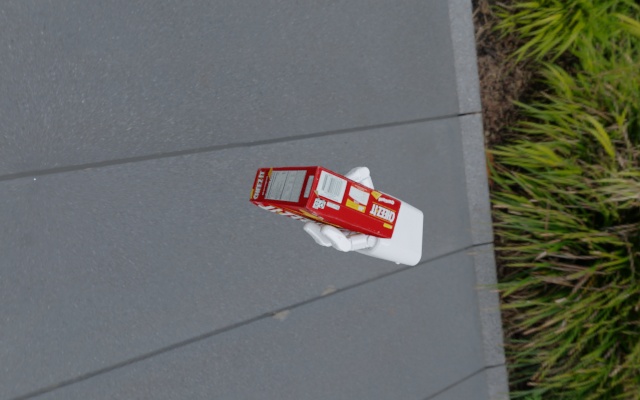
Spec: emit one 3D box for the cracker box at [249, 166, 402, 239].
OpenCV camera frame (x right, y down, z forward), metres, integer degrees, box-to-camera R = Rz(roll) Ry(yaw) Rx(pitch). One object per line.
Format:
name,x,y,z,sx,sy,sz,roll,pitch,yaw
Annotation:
cracker box,0.000,0.002,0.790,0.164,0.072,0.213,21,-8,-30
